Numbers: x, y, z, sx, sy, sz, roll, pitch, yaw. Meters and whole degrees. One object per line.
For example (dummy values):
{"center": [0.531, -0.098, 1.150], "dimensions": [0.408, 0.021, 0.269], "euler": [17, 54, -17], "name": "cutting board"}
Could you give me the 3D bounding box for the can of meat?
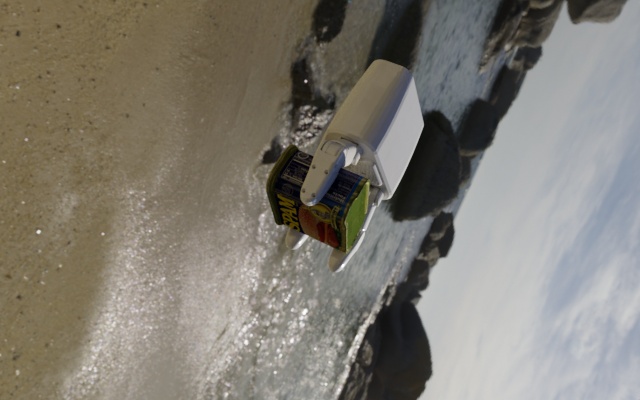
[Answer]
{"center": [0.000, 0.002, 0.478], "dimensions": [0.084, 0.057, 0.102], "euler": [23, -25, 15], "name": "can of meat"}
